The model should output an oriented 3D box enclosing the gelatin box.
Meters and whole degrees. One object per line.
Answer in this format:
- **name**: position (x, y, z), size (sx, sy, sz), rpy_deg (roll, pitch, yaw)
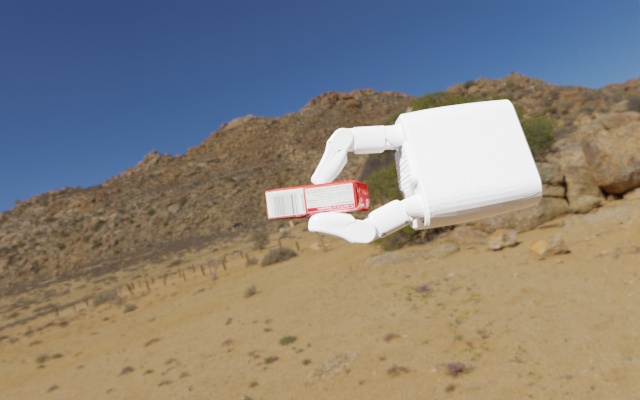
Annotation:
- **gelatin box**: position (0.000, 0.001, 0.468), size (0.089, 0.030, 0.073), rpy_deg (-7, -3, 13)
